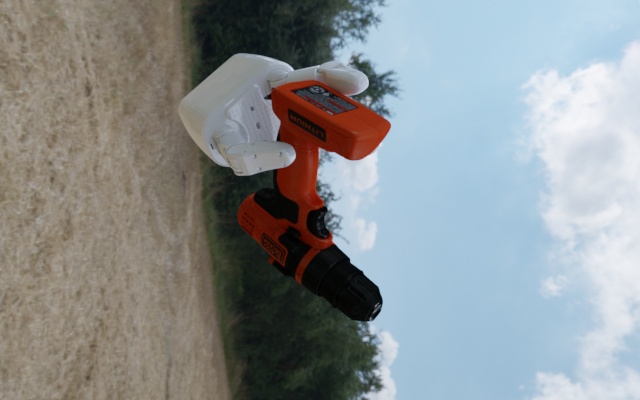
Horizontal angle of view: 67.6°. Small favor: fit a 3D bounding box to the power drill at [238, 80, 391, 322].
[{"bbox_3d":[0.000,0.001,0.436,0.184,0.188,0.057,35,39,27],"label":"power drill"}]
